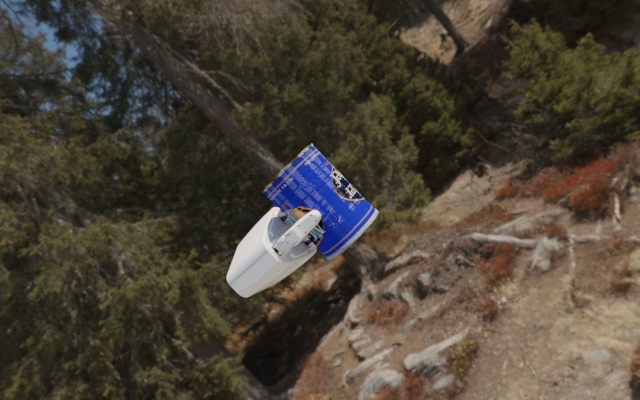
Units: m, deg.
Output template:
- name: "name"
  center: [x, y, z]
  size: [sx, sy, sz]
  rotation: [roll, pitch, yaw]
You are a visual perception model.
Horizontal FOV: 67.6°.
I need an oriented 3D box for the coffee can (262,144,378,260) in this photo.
- name: "coffee can"
  center: [0.000, 0.002, 0.701]
  size: [0.103, 0.140, 0.103]
  rotation: [-44, 3, 3]
